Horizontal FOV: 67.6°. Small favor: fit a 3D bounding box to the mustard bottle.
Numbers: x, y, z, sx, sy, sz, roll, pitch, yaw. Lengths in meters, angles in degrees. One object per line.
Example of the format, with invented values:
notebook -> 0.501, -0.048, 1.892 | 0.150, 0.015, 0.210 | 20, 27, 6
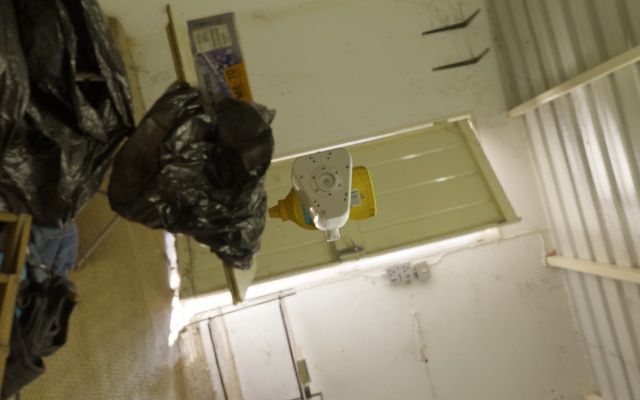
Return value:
mustard bottle -> 0.000, 0.003, 0.868 | 0.191, 0.096, 0.058 | -13, 15, -3
